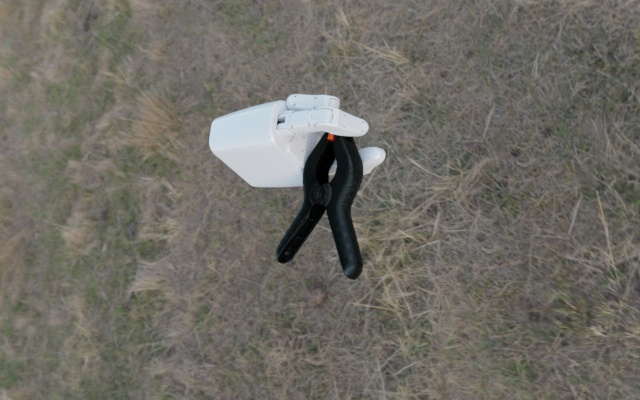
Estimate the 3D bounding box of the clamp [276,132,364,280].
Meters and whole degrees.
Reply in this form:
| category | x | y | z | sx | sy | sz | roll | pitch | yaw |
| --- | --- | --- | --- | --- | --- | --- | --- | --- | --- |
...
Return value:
| category | x | y | z | sx | sy | sz | roll | pitch | yaw |
| --- | --- | --- | --- | --- | --- | --- | --- | --- | --- |
| clamp | 0.000 | 0.001 | 0.540 | 0.120 | 0.171 | 0.039 | -4 | -16 | 35 |
